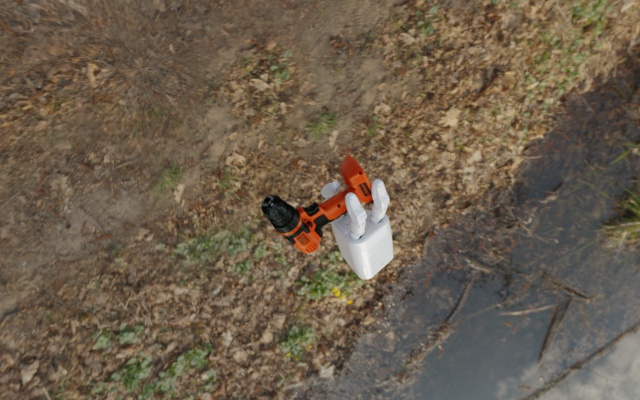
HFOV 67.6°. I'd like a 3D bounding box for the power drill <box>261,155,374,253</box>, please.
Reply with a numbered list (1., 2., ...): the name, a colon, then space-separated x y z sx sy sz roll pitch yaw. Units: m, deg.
1. power drill: 0.001 0.003 0.863 0.187 0.057 0.184 -36 -36 2
